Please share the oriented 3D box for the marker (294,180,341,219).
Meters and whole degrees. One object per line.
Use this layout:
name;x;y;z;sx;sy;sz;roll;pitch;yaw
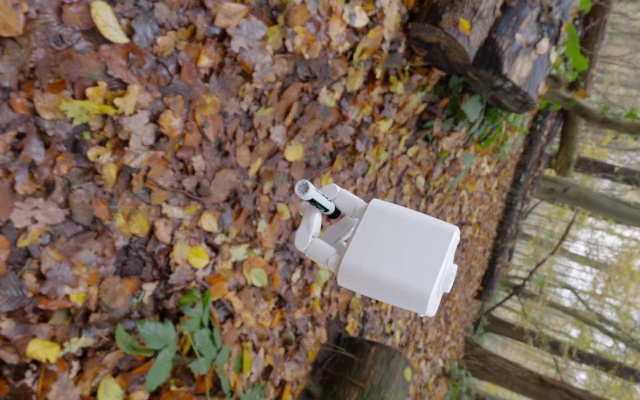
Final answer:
marker;0.000;0.002;0.552;0.020;0.020;0.121;0;-14;19
